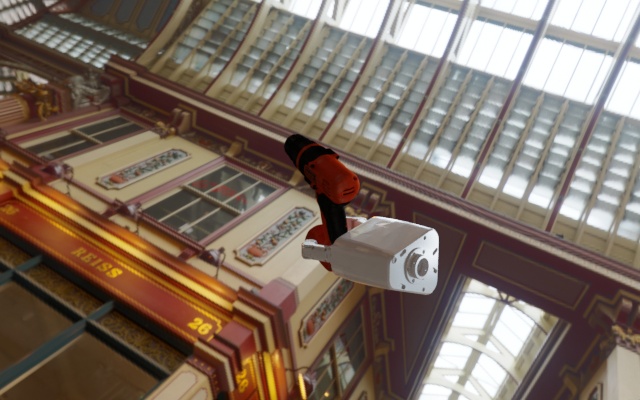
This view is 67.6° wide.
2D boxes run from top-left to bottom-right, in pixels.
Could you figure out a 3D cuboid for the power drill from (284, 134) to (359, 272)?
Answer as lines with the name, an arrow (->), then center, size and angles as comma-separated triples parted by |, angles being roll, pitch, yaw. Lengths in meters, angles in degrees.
power drill -> 0.000, 0.003, 0.744 | 0.057, 0.188, 0.184 | -20, 36, -18
